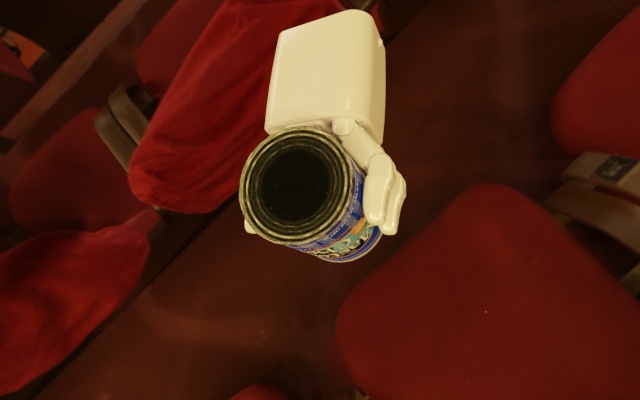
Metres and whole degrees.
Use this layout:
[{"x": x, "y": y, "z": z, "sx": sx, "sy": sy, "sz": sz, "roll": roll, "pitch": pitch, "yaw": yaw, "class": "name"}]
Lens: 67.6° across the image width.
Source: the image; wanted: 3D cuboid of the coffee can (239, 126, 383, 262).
[{"x": 0.000, "y": 0.002, "z": 0.459, "sx": 0.103, "sy": 0.102, "sz": 0.140, "roll": 0, "pitch": -12, "yaw": 19, "class": "coffee can"}]
